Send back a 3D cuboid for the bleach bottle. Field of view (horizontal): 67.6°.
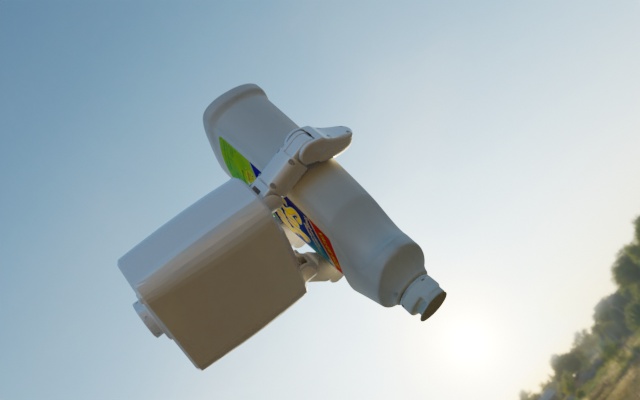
[{"bbox_3d":[0.000,0.001,0.400,0.068,0.103,0.250,-36,55,-20],"label":"bleach bottle"}]
